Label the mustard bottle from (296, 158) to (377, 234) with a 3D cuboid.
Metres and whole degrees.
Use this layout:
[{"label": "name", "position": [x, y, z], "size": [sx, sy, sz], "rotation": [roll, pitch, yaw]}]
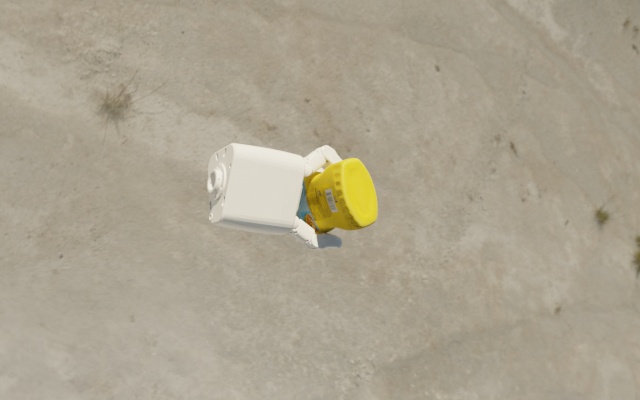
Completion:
[{"label": "mustard bottle", "position": [0.001, 0.002, 0.716], "size": [0.058, 0.096, 0.191], "rotation": [-20, 4, -36]}]
